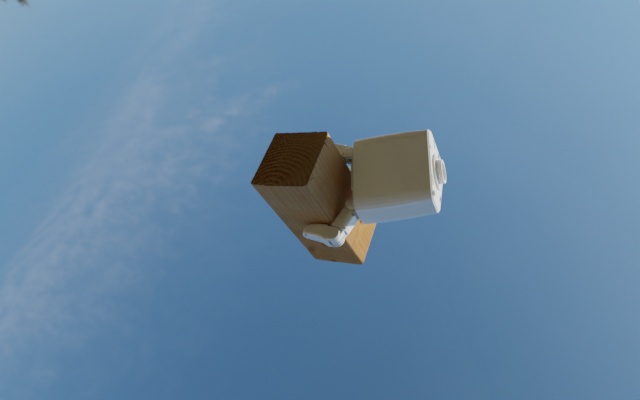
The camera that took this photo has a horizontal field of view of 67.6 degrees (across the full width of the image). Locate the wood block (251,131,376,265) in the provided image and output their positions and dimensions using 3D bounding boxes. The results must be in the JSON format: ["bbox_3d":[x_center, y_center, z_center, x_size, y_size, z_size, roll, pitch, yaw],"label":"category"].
[{"bbox_3d":[0.000,0.003,0.695,0.090,0.090,0.206,3,-33,31],"label":"wood block"}]
